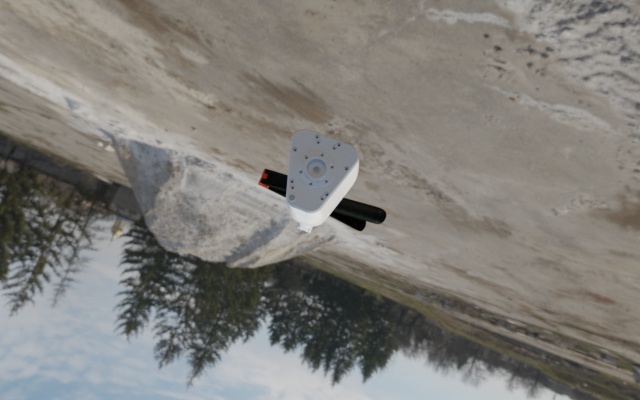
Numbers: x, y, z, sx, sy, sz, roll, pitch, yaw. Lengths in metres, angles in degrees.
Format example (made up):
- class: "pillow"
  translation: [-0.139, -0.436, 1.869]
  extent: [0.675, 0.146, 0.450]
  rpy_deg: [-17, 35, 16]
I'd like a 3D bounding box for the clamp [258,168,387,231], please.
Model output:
- class: "clamp"
  translation: [-0.001, 0.003, 0.795]
  extent: [0.210, 0.036, 0.164]
  rpy_deg: [21, -11, 4]
